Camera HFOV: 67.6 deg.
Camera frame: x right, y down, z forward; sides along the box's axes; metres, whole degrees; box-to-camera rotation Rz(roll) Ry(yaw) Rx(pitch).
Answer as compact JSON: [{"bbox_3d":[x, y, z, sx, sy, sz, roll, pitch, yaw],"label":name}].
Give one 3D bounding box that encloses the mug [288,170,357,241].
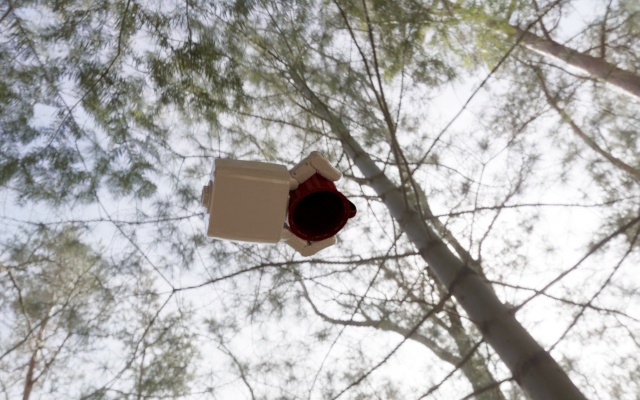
[{"bbox_3d":[0.001,0.002,0.728,0.117,0.093,0.081,7,29,-20],"label":"mug"}]
